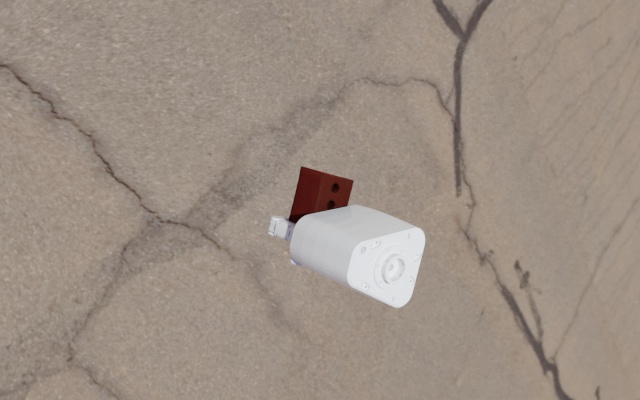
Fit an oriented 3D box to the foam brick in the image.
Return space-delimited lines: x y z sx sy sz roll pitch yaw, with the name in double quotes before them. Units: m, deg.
"foam brick" 0.000 0.002 0.609 0.053 0.078 0.051 10 5 -36
